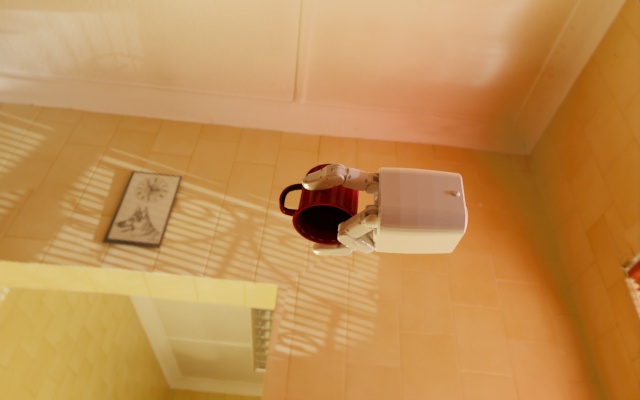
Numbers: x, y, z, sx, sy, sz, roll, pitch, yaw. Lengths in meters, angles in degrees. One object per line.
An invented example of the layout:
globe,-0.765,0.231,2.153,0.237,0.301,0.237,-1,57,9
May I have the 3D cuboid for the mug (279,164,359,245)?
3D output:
mug,-0.001,0.002,0.674,0.117,0.081,0.093,4,-40,5
